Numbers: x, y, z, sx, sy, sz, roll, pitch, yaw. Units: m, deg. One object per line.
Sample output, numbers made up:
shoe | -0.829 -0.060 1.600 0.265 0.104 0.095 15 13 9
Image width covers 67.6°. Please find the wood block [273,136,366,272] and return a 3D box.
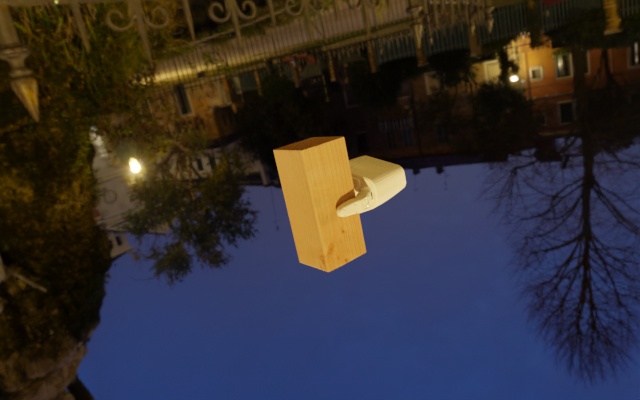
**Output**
wood block | 0.001 0.003 0.810 0.090 0.206 0.091 -22 18 -33
